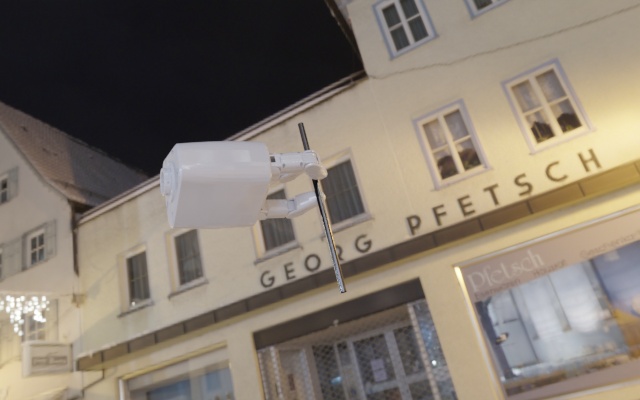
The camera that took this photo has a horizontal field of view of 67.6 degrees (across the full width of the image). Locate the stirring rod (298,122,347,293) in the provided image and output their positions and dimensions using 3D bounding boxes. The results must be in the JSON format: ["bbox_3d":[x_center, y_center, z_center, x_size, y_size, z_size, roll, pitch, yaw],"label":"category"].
[{"bbox_3d":[0.000,0.002,0.617,0.011,0.239,0.011,-12,-22,-5],"label":"stirring rod"}]
